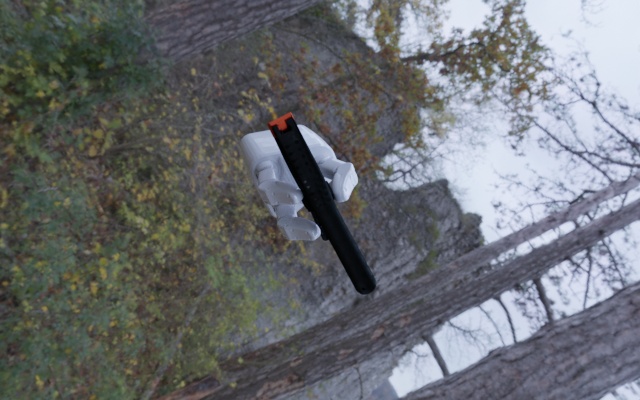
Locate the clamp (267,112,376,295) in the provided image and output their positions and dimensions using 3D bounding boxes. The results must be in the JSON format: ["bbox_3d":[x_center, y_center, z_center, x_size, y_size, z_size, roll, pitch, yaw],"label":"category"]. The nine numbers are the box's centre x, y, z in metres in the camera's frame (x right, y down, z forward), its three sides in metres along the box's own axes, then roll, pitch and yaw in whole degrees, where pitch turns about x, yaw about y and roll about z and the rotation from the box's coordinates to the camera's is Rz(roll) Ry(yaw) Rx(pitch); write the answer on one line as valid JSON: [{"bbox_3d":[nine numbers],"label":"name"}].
[{"bbox_3d":[0.001,0.001,0.548,0.036,0.210,0.164,-28,31,-6],"label":"clamp"}]
